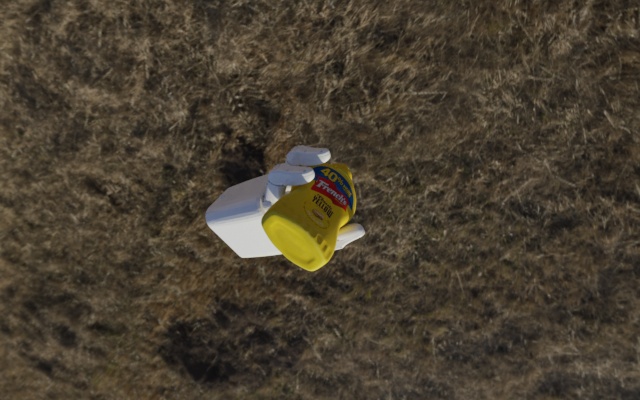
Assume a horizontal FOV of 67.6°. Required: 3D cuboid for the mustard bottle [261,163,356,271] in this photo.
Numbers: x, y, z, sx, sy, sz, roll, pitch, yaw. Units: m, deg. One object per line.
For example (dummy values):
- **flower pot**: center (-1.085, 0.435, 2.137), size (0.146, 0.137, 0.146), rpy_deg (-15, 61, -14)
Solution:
- **mustard bottle**: center (0.000, 0.002, 0.648), size (0.058, 0.096, 0.191), rpy_deg (-40, 10, 38)
